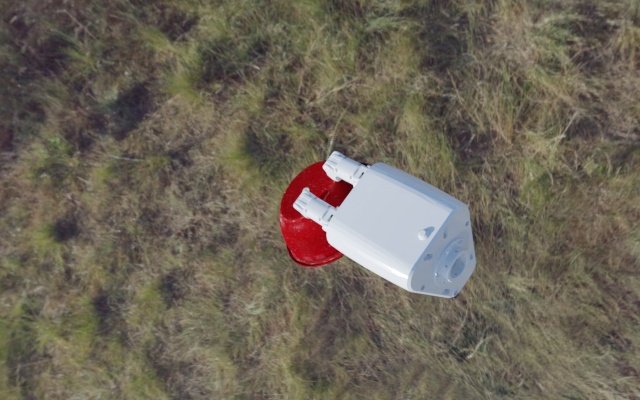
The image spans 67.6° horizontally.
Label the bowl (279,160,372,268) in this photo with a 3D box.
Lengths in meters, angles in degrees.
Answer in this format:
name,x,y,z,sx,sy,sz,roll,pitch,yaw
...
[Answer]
name,x,y,z,sx,sy,sz,roll,pitch,yaw
bowl,-0.001,0.002,0.610,0.162,0.162,0.055,0,-34,50
